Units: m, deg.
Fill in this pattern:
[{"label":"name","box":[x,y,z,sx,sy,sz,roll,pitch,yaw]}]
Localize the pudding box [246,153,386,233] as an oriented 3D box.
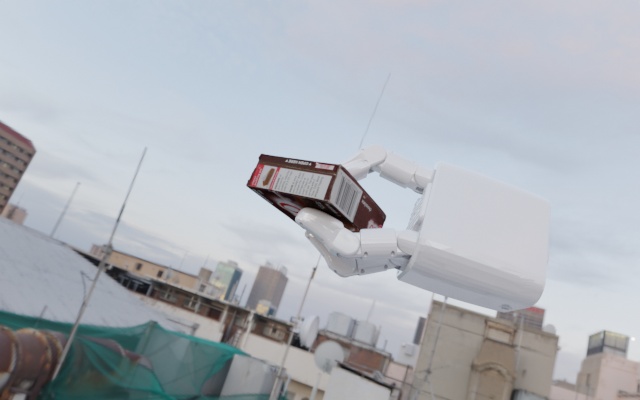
[{"label":"pudding box","box":[0.000,0.001,0.446,0.090,0.039,0.113,10,-21,32]}]
